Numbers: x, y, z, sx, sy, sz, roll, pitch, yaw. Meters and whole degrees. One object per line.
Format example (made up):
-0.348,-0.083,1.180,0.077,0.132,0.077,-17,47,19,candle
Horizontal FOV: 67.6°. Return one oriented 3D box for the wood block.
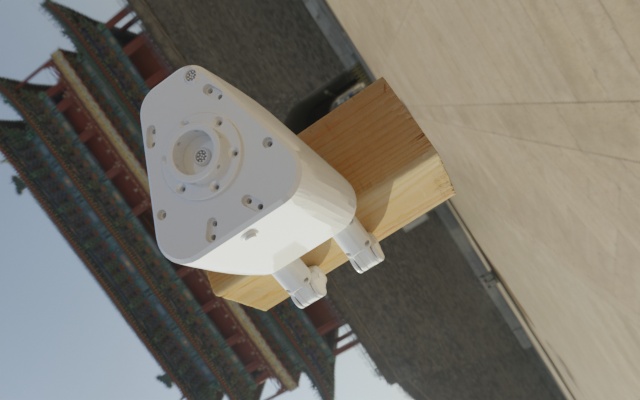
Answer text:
0.000,0.001,0.421,0.206,0.090,0.090,-33,-31,10,wood block
